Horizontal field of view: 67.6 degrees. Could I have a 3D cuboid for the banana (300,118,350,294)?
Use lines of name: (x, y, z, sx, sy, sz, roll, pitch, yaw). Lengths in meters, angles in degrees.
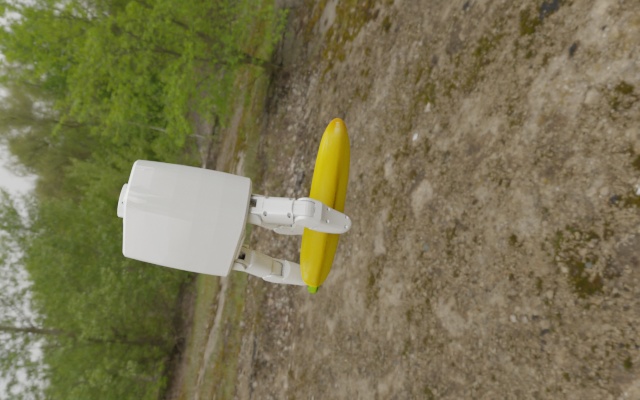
banana: (0.003, 0.006, 0.505, 0.037, 0.198, 0.069, 10, 0, -12)
